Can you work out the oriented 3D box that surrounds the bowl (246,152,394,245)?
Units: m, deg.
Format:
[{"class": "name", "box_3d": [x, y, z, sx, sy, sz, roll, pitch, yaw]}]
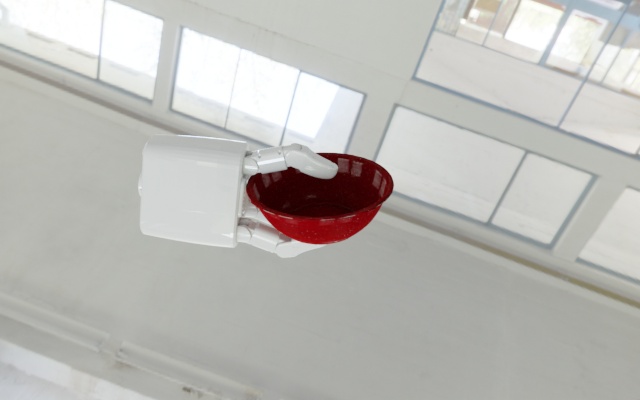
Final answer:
[{"class": "bowl", "box_3d": [0.001, 0.002, 0.535, 0.162, 0.055, 0.162, -2, 29, 1]}]
